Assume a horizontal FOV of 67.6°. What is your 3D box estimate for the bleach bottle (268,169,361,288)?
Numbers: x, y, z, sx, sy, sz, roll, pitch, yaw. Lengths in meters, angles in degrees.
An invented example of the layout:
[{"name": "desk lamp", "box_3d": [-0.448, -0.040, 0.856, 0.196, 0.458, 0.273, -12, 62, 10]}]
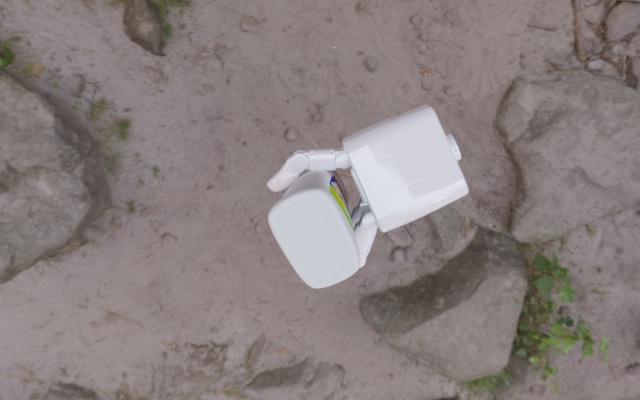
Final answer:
[{"name": "bleach bottle", "box_3d": [0.000, 0.002, 0.563, 0.068, 0.102, 0.250, -25, 15, 9]}]
